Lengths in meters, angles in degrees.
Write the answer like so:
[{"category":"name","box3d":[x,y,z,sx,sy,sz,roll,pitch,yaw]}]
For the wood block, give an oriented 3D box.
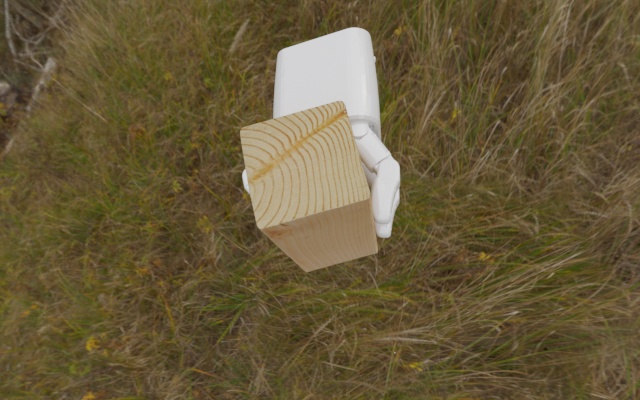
[{"category":"wood block","box3d":[0.000,0.001,0.466,0.091,0.090,0.206,-15,-19,4]}]
